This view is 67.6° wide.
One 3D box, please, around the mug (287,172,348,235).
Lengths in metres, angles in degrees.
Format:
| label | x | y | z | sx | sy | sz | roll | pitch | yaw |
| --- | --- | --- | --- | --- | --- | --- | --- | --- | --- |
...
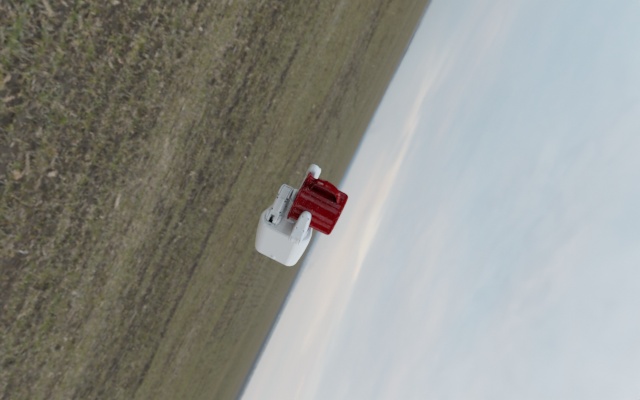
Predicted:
| label | x | y | z | sx | sy | sz | roll | pitch | yaw |
| --- | --- | --- | --- | --- | --- | --- | --- | --- | --- |
| mug | 0.001 | 0.002 | 0.834 | 0.081 | 0.093 | 0.117 | 27 | -36 | 1 |
